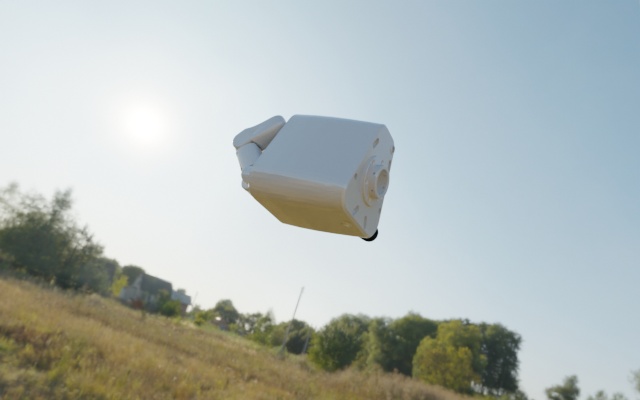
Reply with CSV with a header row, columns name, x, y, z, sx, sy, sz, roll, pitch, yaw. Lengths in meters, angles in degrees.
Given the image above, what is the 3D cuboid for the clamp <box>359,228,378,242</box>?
name,x,y,z,sx,sy,sz,roll,pitch,yaw
clamp,0.000,0.001,0.591,0.120,0.039,0.171,13,-16,32
